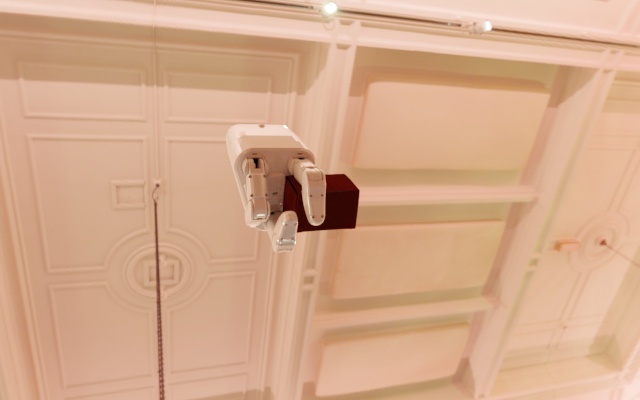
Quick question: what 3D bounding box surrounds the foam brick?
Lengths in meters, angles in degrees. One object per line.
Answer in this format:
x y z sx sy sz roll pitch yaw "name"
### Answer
0.000 0.002 0.565 0.078 0.053 0.051 -2 26 -19 "foam brick"
